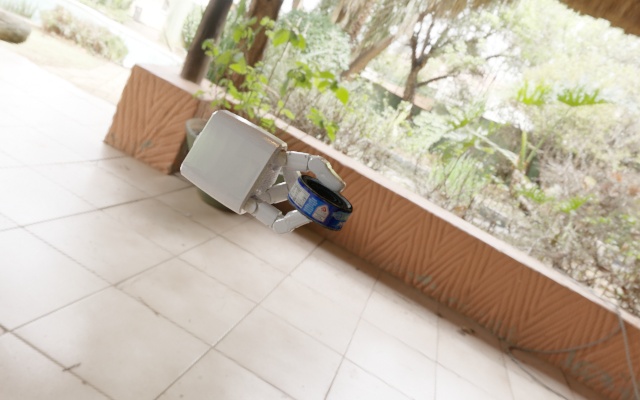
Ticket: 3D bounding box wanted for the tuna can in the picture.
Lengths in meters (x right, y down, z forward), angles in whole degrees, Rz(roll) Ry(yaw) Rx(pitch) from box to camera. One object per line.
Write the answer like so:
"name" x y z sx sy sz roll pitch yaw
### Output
"tuna can" 0.000 0.002 0.631 0.086 0.034 0.086 31 14 -8
